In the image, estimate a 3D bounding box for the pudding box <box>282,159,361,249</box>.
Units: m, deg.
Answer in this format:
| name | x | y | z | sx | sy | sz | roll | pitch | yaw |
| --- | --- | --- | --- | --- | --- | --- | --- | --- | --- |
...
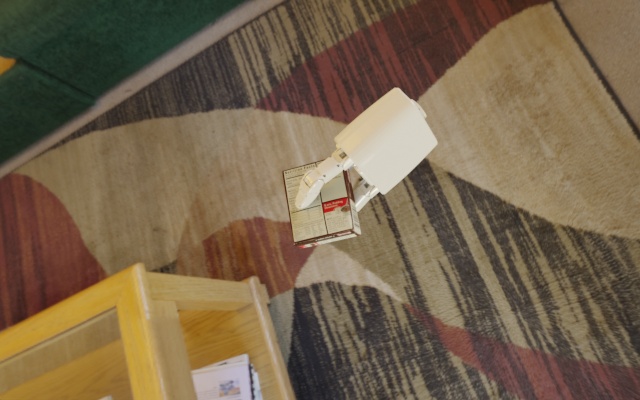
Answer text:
| name | x | y | z | sx | sy | sz | roll | pitch | yaw |
| --- | --- | --- | --- | --- | --- | --- | --- | --- | --- |
| pudding box | 0.000 | 0.002 | 0.663 | 0.090 | 0.113 | 0.039 | -14 | -20 | 15 |
